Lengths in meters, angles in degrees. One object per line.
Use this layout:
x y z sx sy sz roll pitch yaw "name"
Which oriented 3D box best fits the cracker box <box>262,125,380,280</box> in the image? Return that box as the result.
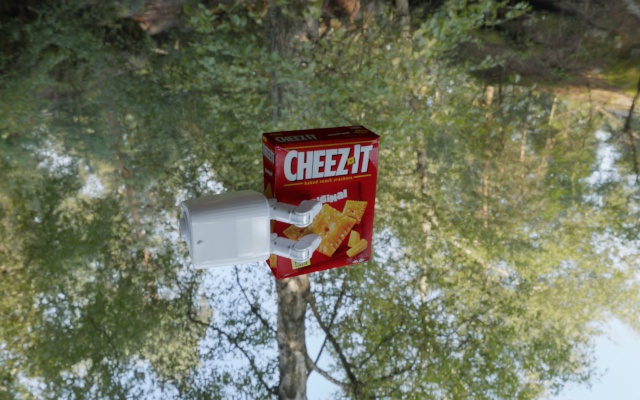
0.000 0.002 0.726 0.164 0.214 0.072 -8 26 -22 "cracker box"
